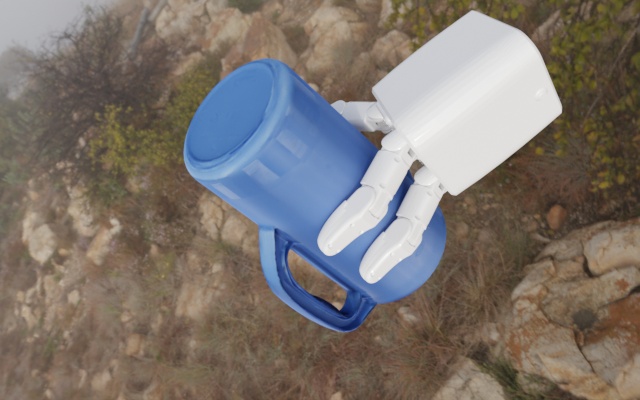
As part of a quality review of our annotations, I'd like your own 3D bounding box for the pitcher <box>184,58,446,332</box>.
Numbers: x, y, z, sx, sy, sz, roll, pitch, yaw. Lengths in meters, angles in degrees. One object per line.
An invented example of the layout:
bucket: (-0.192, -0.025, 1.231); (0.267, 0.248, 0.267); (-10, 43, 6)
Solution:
pitcher: (0.000, 0.001, 0.422); (0.145, 0.149, 0.243); (-37, -46, 16)
